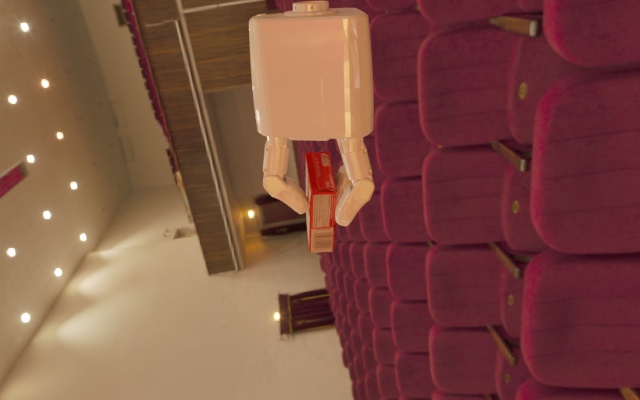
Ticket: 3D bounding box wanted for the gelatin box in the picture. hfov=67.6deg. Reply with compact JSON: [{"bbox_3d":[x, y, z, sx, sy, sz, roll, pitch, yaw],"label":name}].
[{"bbox_3d":[0.000,0.002,0.529,0.030,0.089,0.073,-2,39,-5],"label":"gelatin box"}]
